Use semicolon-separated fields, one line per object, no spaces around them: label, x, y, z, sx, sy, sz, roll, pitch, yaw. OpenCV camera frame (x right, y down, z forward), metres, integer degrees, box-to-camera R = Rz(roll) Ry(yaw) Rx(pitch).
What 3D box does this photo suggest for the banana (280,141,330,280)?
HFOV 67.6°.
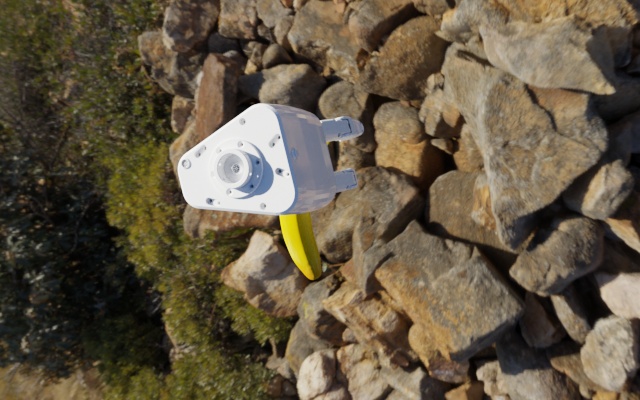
banana;-0.017;-0.005;0.568;0.069;0.198;0.037;13;7;14
